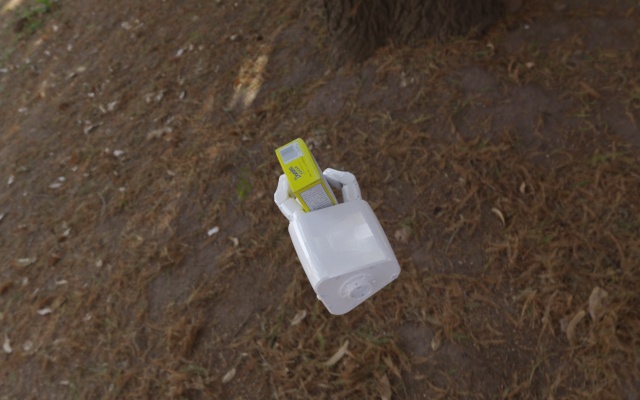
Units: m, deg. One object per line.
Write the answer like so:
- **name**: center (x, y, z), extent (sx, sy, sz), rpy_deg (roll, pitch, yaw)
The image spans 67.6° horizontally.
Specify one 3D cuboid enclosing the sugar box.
- **sugar box**: center (0.000, 0.003, 0.682), extent (0.048, 0.093, 0.176), rpy_deg (-26, -43, 2)
